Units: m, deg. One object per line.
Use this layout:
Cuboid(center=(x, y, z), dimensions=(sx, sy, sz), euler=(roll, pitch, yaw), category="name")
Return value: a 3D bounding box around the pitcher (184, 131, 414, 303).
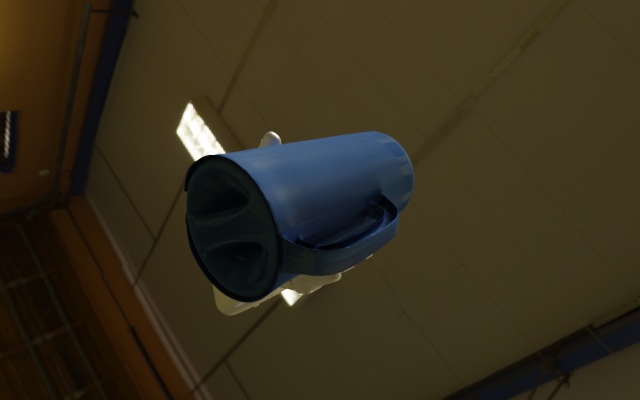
Cuboid(center=(0.000, 0.002, 0.488), dimensions=(0.243, 0.149, 0.145), euler=(-21, -14, -45), category="pitcher")
